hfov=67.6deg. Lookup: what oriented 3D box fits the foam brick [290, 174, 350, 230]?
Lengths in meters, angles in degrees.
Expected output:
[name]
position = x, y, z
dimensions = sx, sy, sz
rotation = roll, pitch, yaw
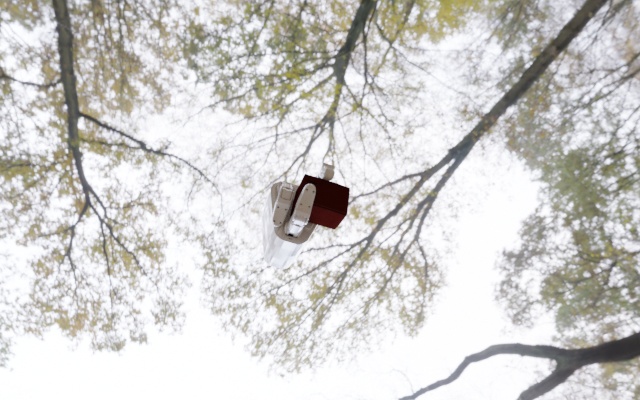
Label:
[foam brick]
position = 0.000, 0.003, 0.741
dimensions = 0.078, 0.053, 0.051
rotation = 18, -36, -8
